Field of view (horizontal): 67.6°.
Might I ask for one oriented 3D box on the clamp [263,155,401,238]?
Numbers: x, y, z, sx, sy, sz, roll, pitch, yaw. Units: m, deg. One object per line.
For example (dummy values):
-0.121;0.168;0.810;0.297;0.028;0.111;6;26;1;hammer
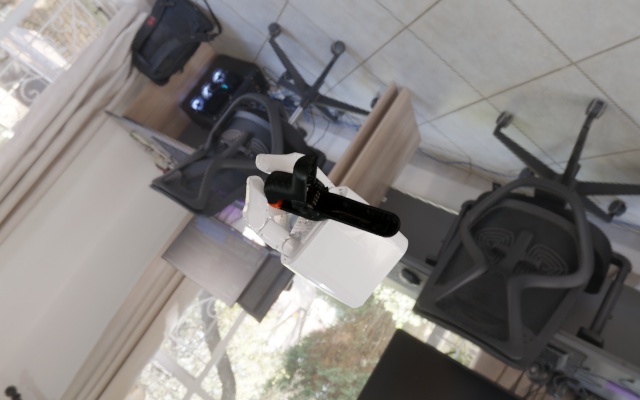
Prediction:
0.000;0.002;0.483;0.120;0.039;0.171;38;-14;-17;clamp
